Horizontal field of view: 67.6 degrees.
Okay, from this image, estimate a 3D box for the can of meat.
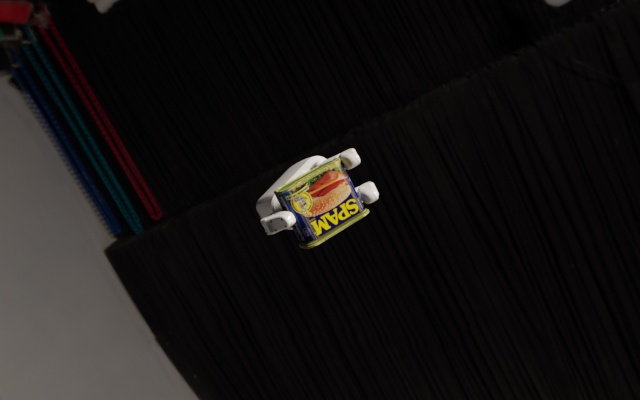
[{"bbox_3d":[0.000,0.002,0.632,0.102,0.084,0.057,-30,9,-18],"label":"can of meat"}]
